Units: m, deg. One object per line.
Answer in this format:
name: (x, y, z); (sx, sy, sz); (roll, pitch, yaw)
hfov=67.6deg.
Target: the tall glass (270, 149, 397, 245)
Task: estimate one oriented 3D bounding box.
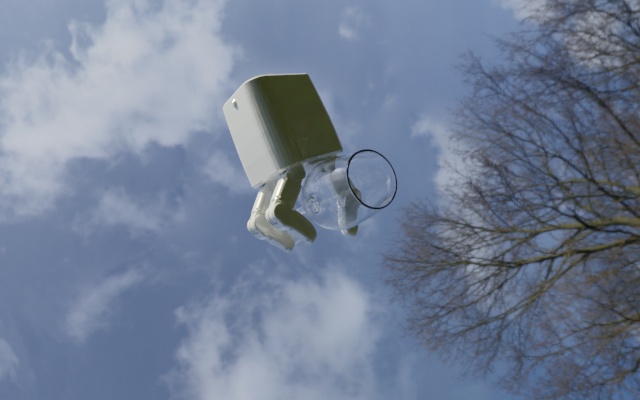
tall glass: (0.000, 0.002, 0.549); (0.079, 0.079, 0.201); (0, -13, -32)
